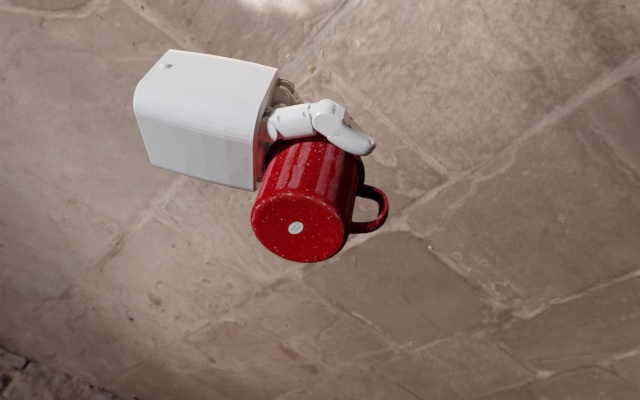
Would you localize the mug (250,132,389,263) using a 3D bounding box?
[{"bbox_3d":[0.001,0.002,0.409,0.117,0.093,0.081,12,42,1],"label":"mug"}]
